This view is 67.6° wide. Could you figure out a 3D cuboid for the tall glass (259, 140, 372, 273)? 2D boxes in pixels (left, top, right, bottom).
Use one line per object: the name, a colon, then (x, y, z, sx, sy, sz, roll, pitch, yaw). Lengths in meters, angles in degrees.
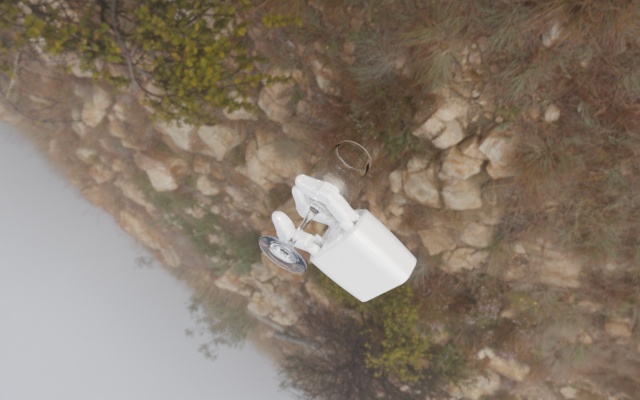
tall glass: (0.000, 0.003, 0.676, 0.079, 0.201, 0.079, 26, -31, 17)
